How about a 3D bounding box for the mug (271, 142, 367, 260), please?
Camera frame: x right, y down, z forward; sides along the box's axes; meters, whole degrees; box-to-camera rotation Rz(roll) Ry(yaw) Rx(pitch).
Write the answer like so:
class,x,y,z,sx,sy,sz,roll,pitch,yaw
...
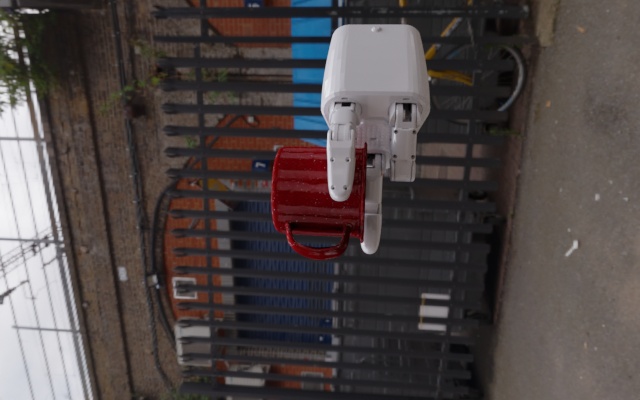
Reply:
class,x,y,z,sx,sy,sz,roll,pitch,yaw
mug,0.000,0.003,0.436,0.081,0.117,0.093,2,-34,5
